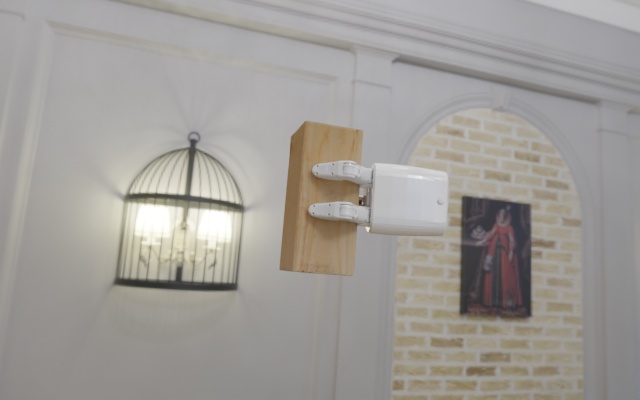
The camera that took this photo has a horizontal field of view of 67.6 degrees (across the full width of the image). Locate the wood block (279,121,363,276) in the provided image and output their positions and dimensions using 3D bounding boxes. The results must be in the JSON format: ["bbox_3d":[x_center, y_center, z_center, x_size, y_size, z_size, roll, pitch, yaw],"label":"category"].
[{"bbox_3d":[0.000,0.002,0.694,0.090,0.206,0.091,7,-9,-15],"label":"wood block"}]
